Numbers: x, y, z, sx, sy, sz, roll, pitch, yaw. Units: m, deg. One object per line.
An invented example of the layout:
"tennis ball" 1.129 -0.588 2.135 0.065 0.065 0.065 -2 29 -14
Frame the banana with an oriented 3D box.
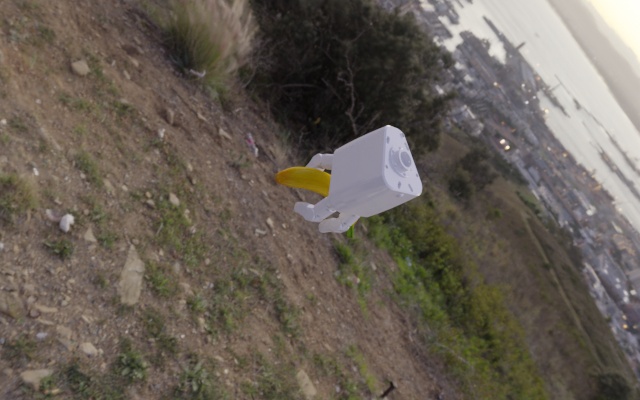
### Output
"banana" 0.009 -0.011 0.809 0.037 0.069 0.198 -7 -36 48
